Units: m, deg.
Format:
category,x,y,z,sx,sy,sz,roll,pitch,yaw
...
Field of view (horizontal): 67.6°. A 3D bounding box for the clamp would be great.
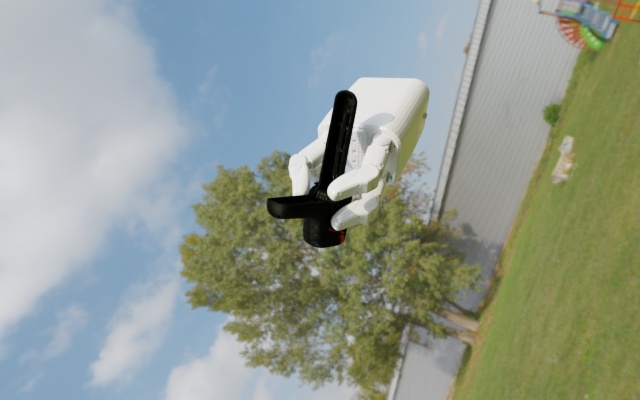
category,x,y,z,sx,sy,sz,roll,pitch,yaw
clamp,0.000,0.002,0.547,0.036,0.164,0.210,22,-34,21
